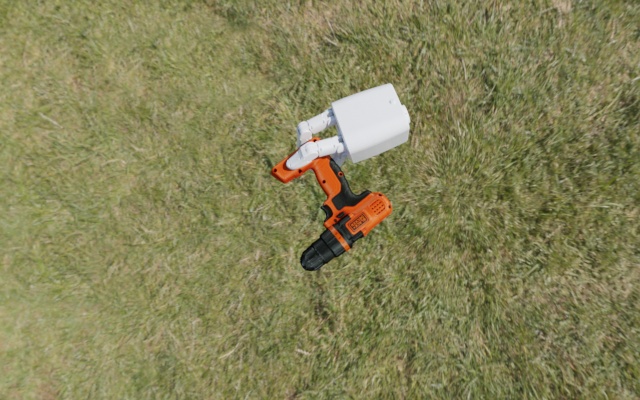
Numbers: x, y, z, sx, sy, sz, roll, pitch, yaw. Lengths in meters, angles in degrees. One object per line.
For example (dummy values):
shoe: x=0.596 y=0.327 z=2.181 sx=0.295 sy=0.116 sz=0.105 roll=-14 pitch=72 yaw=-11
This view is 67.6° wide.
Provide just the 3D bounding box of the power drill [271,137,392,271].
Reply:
power drill: x=0.000 y=0.002 z=0.814 sx=0.184 sy=0.187 sz=0.057 roll=-38 pitch=-3 yaw=-6
